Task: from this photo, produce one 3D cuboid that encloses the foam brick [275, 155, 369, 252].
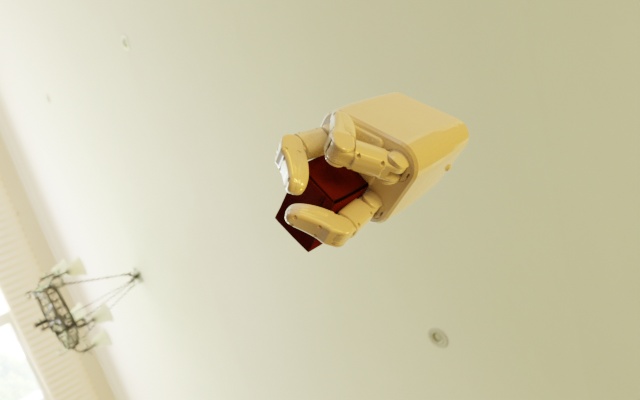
[{"bbox_3d":[0.000,0.002,0.464,0.051,0.053,0.078,-28,-23,-41],"label":"foam brick"}]
